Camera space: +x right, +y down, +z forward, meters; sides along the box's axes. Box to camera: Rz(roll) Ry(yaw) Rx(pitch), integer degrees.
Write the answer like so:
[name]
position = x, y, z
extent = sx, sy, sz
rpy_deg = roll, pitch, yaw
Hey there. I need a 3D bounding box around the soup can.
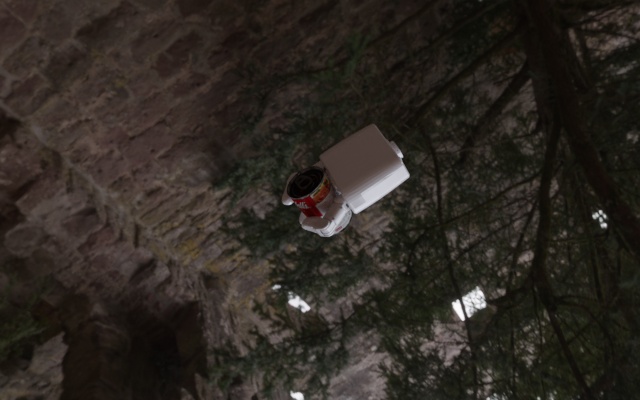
[soup can]
position = 0.000, 0.003, 0.778
extent = 0.068, 0.068, 0.102
rpy_deg = 0, -39, 39
